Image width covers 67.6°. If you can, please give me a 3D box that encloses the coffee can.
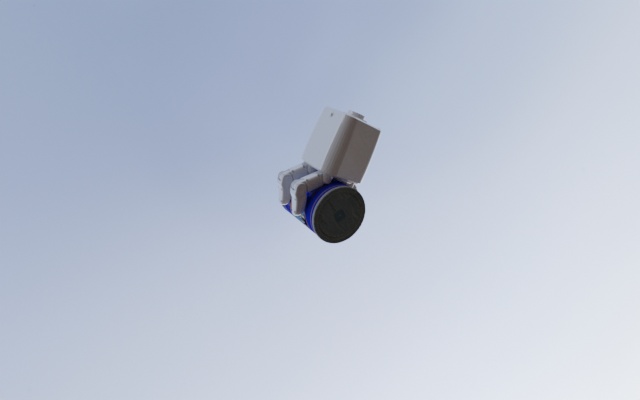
[{"bbox_3d":[0.000,0.003,0.860,0.103,0.103,0.140,0,19,-31],"label":"coffee can"}]
